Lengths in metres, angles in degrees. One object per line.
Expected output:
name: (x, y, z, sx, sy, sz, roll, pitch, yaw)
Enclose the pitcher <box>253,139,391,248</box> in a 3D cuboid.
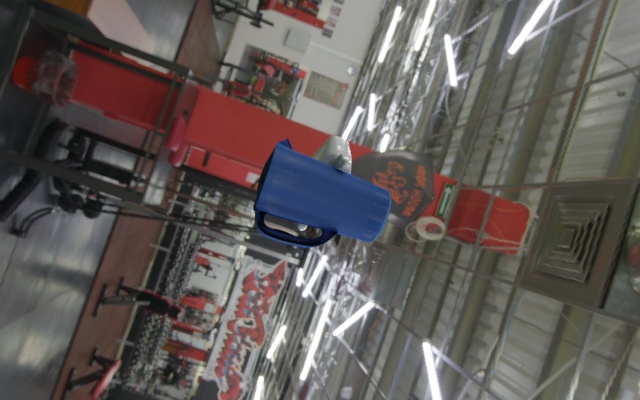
pitcher: (0.000, 0.003, 0.893, 0.243, 0.149, 0.145, 19, 28, -9)
